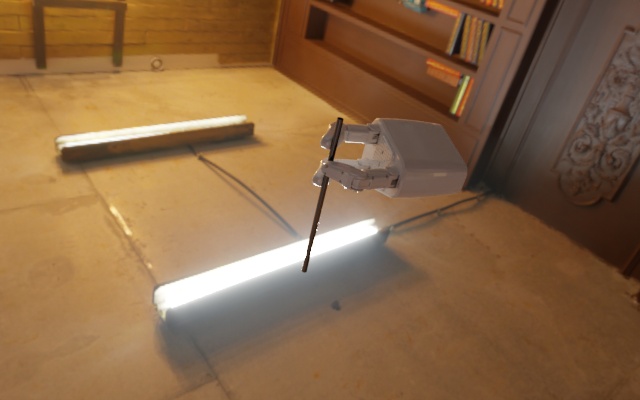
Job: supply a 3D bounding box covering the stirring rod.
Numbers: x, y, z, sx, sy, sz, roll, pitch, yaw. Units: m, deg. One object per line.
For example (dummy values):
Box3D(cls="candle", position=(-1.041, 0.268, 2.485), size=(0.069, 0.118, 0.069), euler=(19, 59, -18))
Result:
Box3D(cls="stirring rod", position=(0.000, 0.002, 0.635), size=(0.011, 0.240, 0.011), euler=(10, 31, -6))
